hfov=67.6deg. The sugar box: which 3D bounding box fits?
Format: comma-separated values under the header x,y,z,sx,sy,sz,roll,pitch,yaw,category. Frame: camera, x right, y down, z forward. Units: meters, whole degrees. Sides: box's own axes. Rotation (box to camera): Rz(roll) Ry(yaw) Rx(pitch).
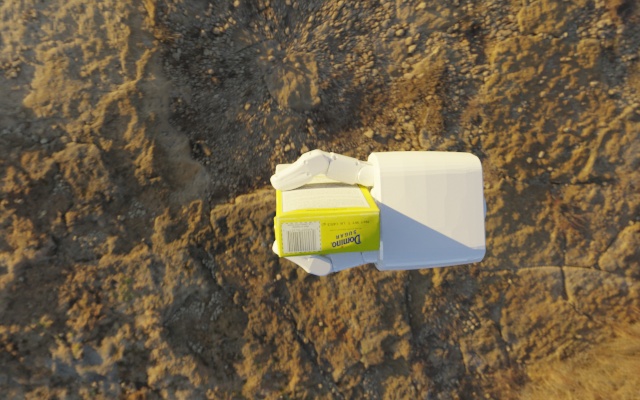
x,y,z,sx,sy,sz,roll,pitch,yaw,category
0.000,0.002,0.497,0.093,0.048,0.176,-3,17,-3,sugar box
